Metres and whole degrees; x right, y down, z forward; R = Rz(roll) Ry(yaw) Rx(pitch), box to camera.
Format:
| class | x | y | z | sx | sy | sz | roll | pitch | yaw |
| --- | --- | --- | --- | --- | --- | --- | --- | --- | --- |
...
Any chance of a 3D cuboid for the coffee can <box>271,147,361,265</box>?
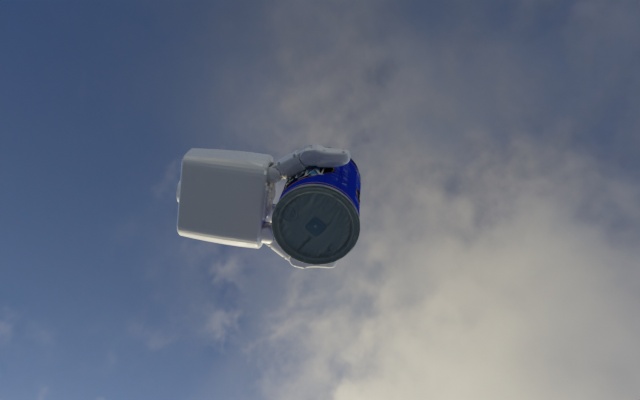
| class | x | y | z | sx | sy | sz | roll | pitch | yaw |
| --- | --- | --- | --- | --- | --- | --- | --- | --- | --- |
| coffee can | 0.000 | 0.002 | 0.609 | 0.103 | 0.103 | 0.140 | 0 | 24 | 5 |
